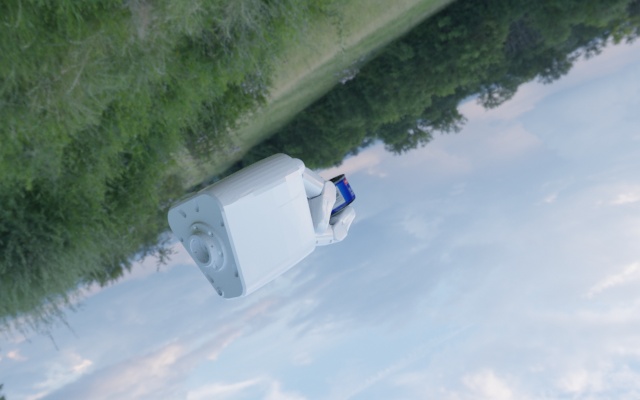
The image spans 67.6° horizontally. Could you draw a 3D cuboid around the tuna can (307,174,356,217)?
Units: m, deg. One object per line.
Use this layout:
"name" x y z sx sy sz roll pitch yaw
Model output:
"tuna can" 0.000 0.002 0.593 0.086 0.034 0.086 -29 6 3
